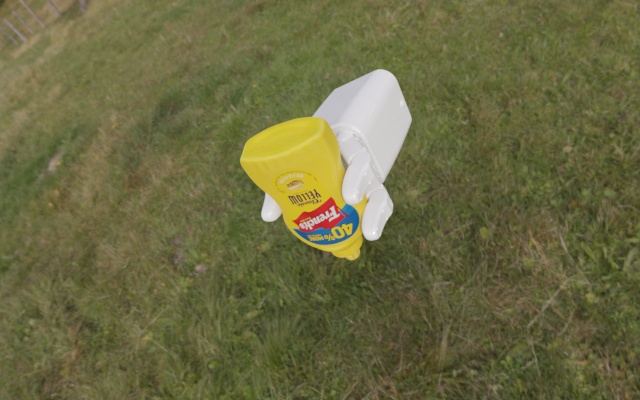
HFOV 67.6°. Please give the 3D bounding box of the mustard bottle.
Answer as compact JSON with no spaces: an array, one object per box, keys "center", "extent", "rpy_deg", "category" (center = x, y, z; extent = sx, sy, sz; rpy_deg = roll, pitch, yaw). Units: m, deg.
[{"center":[0.000,0.002,0.524],"extent":[0.096,0.058,0.192],"rpy_deg":[-15,-49,20],"category":"mustard bottle"}]
